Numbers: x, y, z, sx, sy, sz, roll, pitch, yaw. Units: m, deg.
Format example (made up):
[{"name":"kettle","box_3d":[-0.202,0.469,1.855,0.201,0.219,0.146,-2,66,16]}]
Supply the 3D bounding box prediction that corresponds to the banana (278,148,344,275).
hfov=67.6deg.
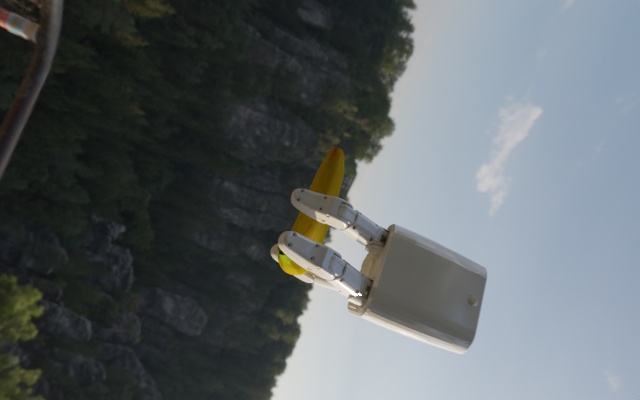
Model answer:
[{"name":"banana","box_3d":[-0.006,0.017,0.514,0.037,0.070,0.197,22,38,1]}]
